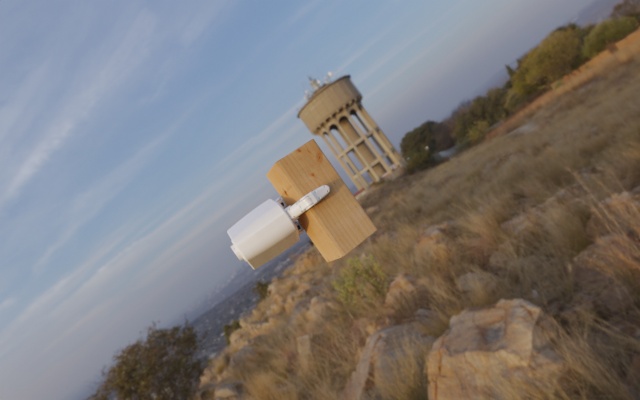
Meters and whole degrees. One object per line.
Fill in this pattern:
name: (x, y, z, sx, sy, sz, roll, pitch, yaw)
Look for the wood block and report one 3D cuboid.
wood block: (0.000, 0.003, 0.897, 0.090, 0.206, 0.091, -35, 0, -23)
